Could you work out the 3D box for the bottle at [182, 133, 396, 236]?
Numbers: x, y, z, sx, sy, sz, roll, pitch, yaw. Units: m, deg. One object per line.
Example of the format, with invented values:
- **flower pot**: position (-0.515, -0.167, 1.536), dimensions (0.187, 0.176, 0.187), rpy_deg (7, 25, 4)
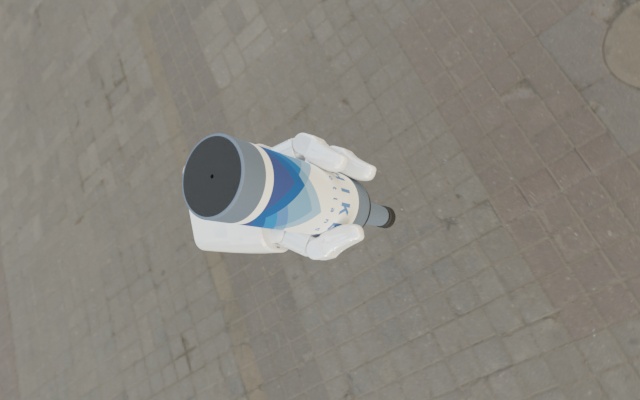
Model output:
- **bottle**: position (0.000, 0.002, 0.478), dimensions (0.069, 0.069, 0.296), rpy_deg (0, -8, 34)
